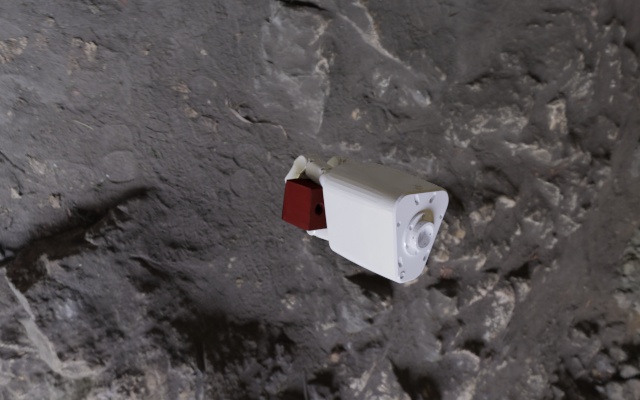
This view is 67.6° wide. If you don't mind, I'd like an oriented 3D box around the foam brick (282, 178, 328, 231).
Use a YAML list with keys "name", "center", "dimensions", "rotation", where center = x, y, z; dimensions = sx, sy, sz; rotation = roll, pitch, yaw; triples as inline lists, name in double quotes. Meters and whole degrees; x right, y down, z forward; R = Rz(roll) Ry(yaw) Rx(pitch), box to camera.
- name: "foam brick"
  center: [0.000, 0.002, 0.585]
  dimensions: [0.078, 0.053, 0.051]
  rotation: [-7, 19, -40]
